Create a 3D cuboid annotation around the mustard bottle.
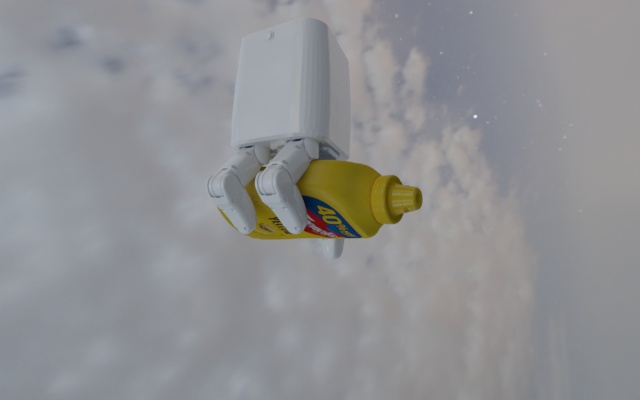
[{"bbox_3d":[0.000,0.002,0.435,0.191,0.058,0.096,-3,-33,34],"label":"mustard bottle"}]
